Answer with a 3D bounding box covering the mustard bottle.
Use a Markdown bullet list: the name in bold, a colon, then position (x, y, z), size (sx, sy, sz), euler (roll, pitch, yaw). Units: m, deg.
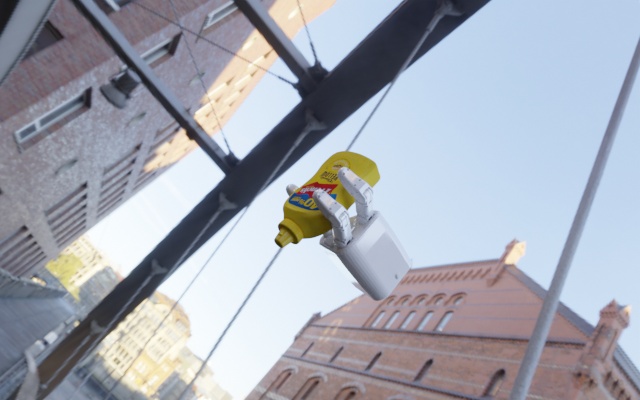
- **mustard bottle**: position (0.000, 0.002, 0.723), size (0.096, 0.058, 0.191), euler (19, 53, 40)
